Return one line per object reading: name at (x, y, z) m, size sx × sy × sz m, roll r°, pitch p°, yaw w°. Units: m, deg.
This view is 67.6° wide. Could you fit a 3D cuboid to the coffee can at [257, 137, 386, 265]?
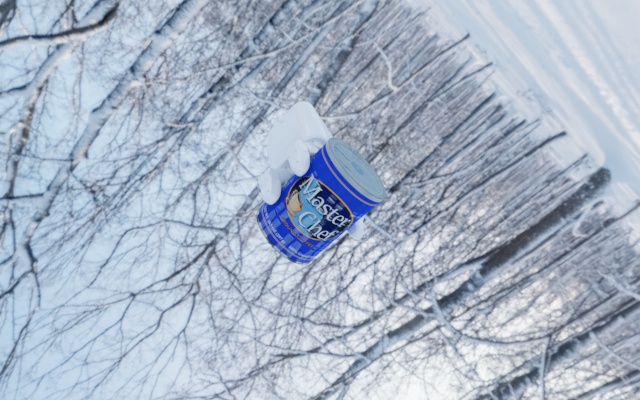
coffee can at (0.000, 0.002, 0.624) m, size 0.140 × 0.102 × 0.103 m, roll -42°, pitch -19°, yaw 22°
